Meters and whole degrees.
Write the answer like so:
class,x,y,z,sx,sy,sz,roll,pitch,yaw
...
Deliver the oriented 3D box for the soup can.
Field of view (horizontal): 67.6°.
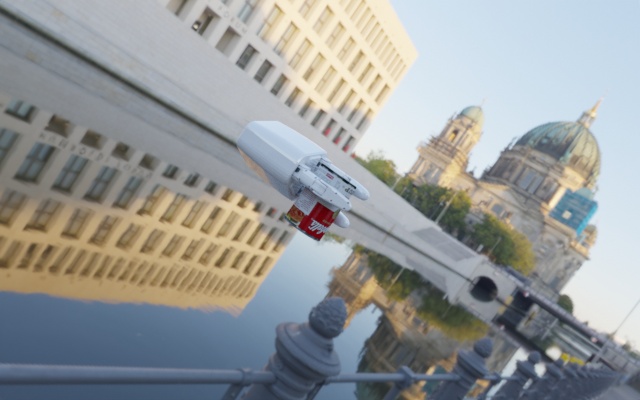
class,x,y,z,sx,sy,sz,roll,pitch,yaw
soup can,0.001,0.002,0.734,0.068,0.102,0.068,35,4,-3
